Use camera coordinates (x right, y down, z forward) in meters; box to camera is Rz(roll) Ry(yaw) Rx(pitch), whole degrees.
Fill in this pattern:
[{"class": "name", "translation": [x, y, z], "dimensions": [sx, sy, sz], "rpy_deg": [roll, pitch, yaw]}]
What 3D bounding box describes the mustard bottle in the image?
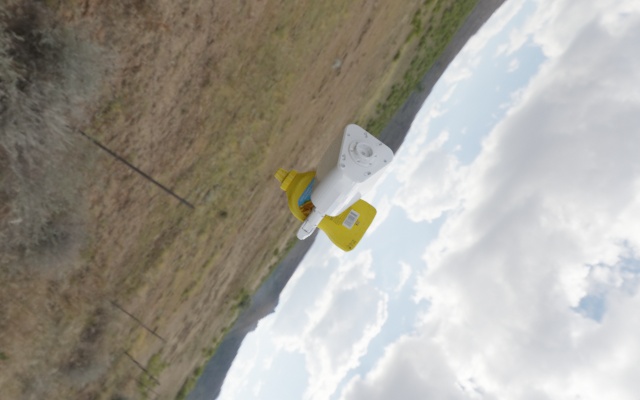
[{"class": "mustard bottle", "translation": [0.000, 0.003, 0.859], "dimensions": [0.191, 0.096, 0.058], "rpy_deg": [35, -13, -2]}]
